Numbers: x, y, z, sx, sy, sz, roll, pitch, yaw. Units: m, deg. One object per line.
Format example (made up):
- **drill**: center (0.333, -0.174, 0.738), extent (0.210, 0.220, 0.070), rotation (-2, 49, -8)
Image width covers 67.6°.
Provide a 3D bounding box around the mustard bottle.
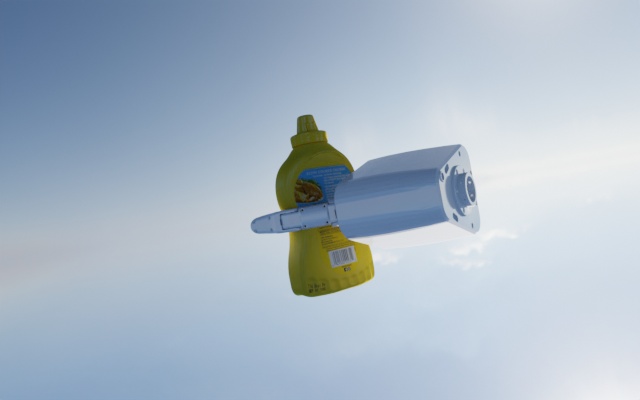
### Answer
- **mustard bottle**: center (0.000, 0.002, 0.521), extent (0.096, 0.191, 0.058), rotation (-10, -1, -31)
